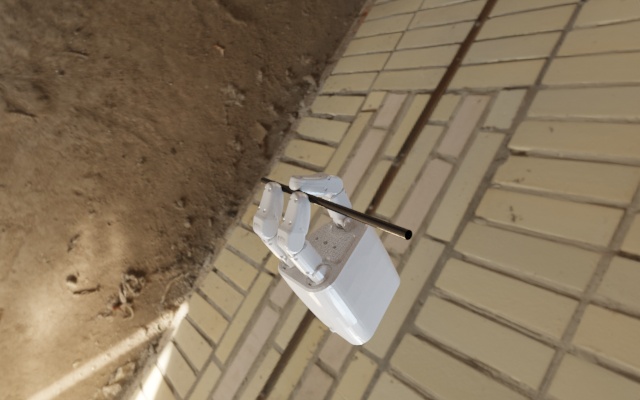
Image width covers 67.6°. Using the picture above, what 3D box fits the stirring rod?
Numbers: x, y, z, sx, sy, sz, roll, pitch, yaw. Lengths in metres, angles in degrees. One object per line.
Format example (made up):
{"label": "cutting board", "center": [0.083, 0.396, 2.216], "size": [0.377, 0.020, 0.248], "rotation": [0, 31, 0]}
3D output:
{"label": "stirring rod", "center": [0.000, 0.002, 0.457], "size": [0.011, 0.011, 0.239], "rotation": [0, 12, -34]}
